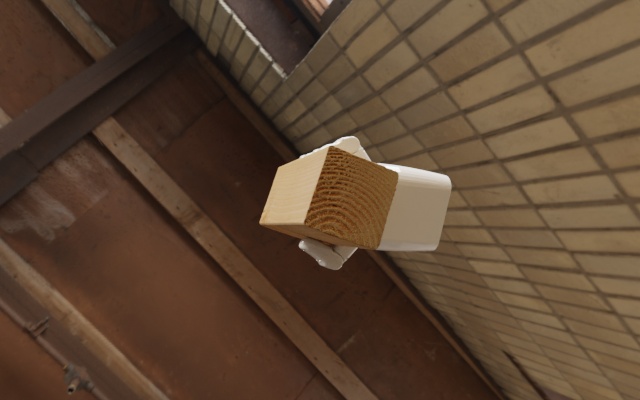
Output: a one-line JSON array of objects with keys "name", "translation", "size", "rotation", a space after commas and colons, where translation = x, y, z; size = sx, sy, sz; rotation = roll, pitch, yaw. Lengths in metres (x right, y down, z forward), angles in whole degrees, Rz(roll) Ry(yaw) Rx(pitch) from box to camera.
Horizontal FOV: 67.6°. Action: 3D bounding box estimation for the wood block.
[{"name": "wood block", "translation": [0.000, 0.002, 0.595], "size": [0.090, 0.091, 0.206], "rotation": [20, -9, -18]}]
